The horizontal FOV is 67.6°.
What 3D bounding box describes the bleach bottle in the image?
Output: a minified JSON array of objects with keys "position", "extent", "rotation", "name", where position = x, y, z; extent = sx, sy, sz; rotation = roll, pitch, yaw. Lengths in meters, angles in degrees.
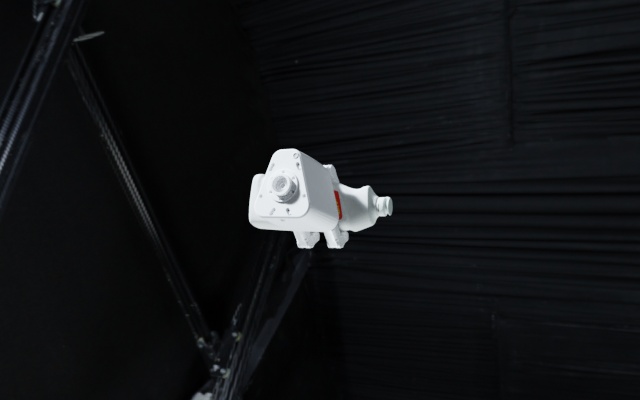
[{"position":[0.000,0.003,0.832],"extent":[0.251,0.102,0.068],"rotation":[-1,-14,24],"name":"bleach bottle"}]
